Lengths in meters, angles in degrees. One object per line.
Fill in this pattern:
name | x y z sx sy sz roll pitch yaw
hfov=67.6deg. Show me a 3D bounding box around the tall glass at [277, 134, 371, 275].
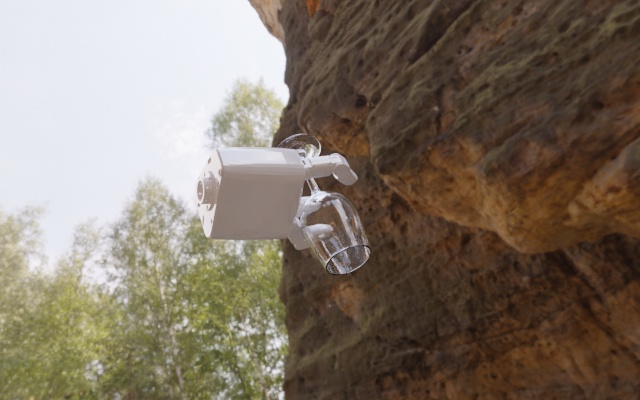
tall glass | 0.000 0.002 0.648 0.079 0.201 0.079 -17 -37 -13
